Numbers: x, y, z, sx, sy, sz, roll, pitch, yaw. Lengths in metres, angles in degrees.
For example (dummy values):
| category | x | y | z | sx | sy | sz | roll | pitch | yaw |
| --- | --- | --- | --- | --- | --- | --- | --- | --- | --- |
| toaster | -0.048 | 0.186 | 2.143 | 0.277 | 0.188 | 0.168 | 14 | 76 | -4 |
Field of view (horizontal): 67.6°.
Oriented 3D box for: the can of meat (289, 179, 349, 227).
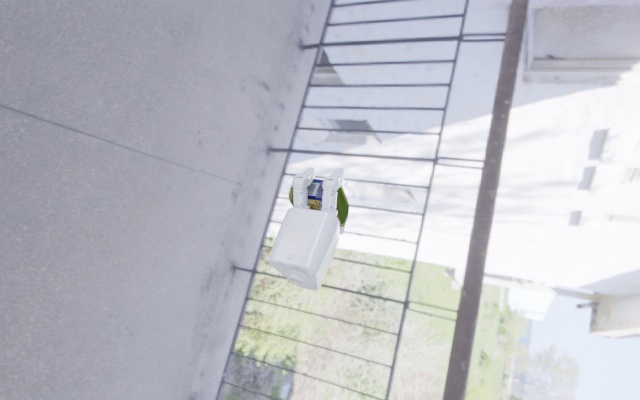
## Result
| category | x | y | z | sx | sy | sz | roll | pitch | yaw |
| --- | --- | --- | --- | --- | --- | --- | --- | --- | --- |
| can of meat | 0.000 | 0.003 | 0.885 | 0.084 | 0.057 | 0.102 | 8 | -32 | 26 |
